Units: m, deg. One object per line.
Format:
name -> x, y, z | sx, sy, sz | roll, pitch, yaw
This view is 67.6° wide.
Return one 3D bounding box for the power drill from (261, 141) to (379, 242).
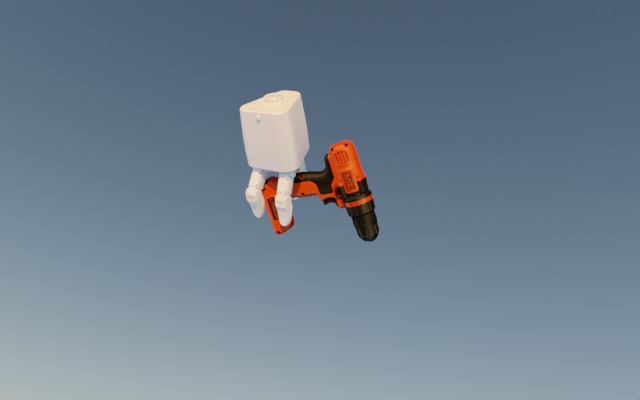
power drill -> 0.000, 0.003, 0.856 | 0.187, 0.184, 0.057 | -16, 8, 15
